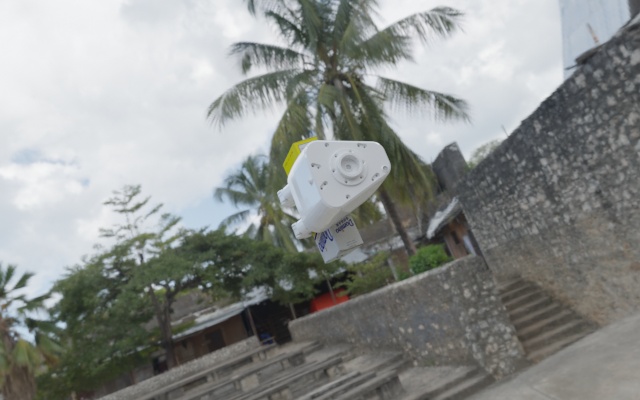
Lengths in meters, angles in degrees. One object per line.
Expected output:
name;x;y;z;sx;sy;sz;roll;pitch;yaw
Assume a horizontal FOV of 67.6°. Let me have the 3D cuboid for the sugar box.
sugar box;0.000;0.002;0.727;0.048;0.176;0.093;-18;-13;-18
